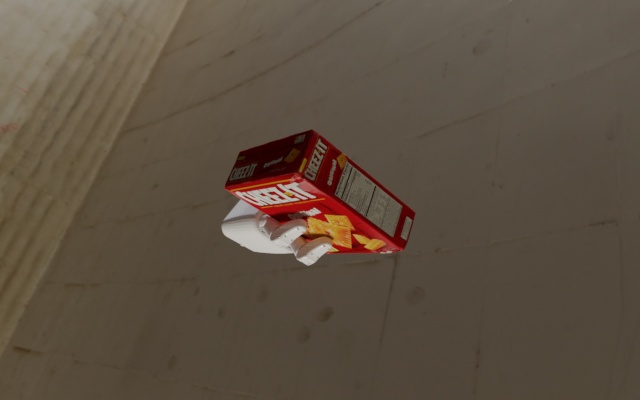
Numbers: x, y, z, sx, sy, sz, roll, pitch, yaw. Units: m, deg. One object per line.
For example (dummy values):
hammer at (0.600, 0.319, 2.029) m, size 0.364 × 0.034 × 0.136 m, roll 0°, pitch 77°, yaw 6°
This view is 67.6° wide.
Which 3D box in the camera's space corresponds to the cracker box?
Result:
cracker box at (0.000, 0.002, 0.664) m, size 0.214 × 0.072 × 0.164 m, roll 35°, pitch -27°, yaw -33°
